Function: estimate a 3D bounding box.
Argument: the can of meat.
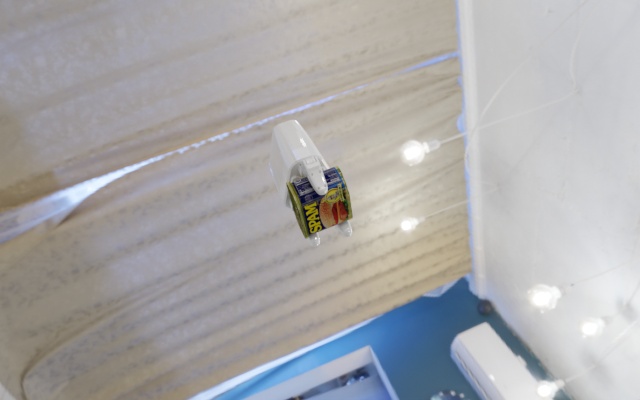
[{"bbox_3d":[0.000,0.002,0.750,0.084,0.057,0.102,-21,-41,-8],"label":"can of meat"}]
